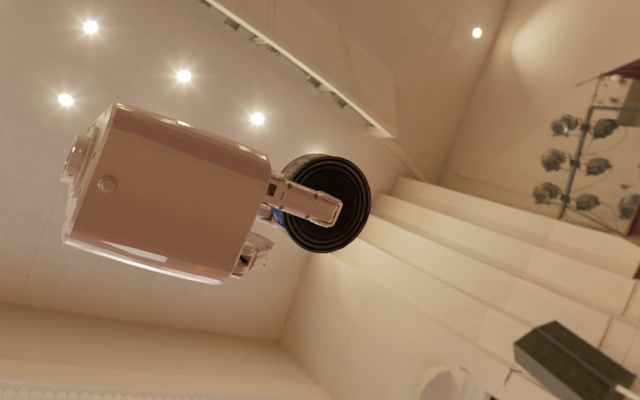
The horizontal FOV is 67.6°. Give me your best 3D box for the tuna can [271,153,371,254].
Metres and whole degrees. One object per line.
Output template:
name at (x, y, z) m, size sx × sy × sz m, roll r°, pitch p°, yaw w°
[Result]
tuna can at (0.000, 0.001, 0.424) m, size 0.086 × 0.086 × 0.033 m, roll 0°, pitch 11°, yaw -26°
